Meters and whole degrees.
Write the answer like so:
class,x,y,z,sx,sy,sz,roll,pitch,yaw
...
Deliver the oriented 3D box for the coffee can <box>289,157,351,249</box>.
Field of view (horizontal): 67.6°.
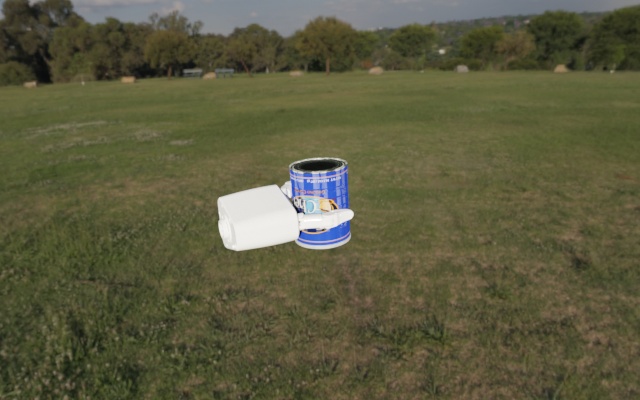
class,x,y,z,sx,sy,sz,roll,pitch,yaw
coffee can,0.000,0.003,0.855,0.103,0.140,0.102,-3,18,1
